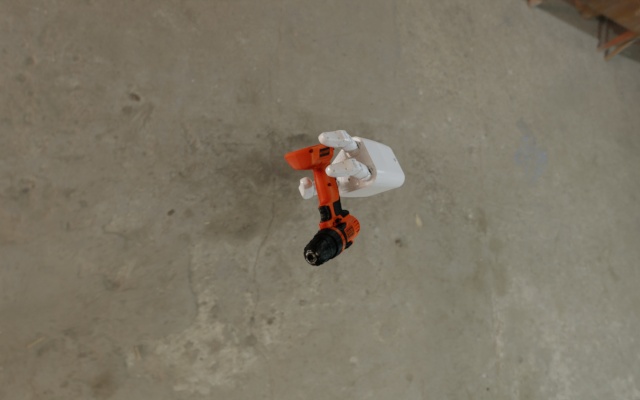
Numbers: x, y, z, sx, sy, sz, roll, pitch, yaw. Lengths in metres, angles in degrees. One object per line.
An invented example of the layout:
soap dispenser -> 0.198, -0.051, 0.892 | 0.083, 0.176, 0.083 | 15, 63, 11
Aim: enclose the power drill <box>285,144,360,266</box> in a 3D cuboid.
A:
power drill -> 0.000, 0.002, 0.800 | 0.057, 0.187, 0.184 | -13, 8, 24
